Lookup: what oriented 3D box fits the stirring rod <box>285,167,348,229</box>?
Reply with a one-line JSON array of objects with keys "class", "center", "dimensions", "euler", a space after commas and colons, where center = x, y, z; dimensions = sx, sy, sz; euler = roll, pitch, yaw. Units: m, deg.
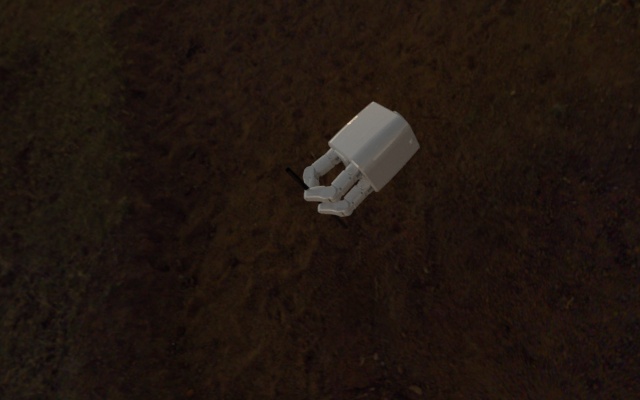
[{"class": "stirring rod", "center": [0.000, 0.003, 0.812], "dimensions": [0.011, 0.011, 0.240], "euler": [0, -24, 26]}]
